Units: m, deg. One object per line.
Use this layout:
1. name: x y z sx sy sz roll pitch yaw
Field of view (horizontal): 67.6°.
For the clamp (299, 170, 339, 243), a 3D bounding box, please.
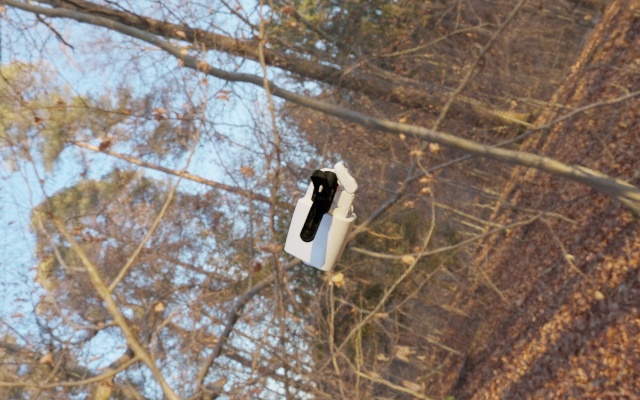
1. clamp: 0.000 0.002 0.817 0.039 0.120 0.171 20 10 10
